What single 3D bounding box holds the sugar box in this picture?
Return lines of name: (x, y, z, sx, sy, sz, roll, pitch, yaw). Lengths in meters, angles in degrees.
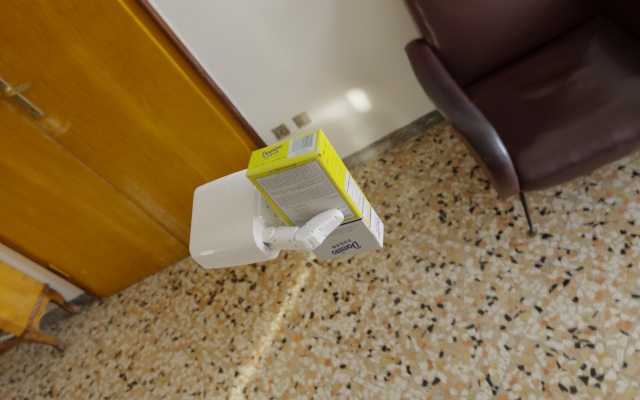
sugar box: (0.000, 0.001, 0.570, 0.093, 0.048, 0.176, -14, -43, 24)
